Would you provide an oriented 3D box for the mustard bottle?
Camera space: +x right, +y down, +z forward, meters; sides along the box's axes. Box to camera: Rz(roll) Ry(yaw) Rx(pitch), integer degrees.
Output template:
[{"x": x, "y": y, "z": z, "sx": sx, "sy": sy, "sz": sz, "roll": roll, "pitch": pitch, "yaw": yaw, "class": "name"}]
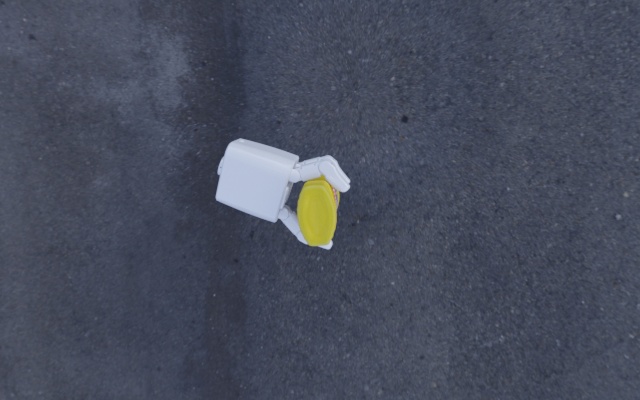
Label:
[{"x": 0.000, "y": 0.003, "z": 0.789, "sx": 0.058, "sy": 0.096, "sz": 0.191, "roll": -6, "pitch": 12, "yaw": 5, "class": "mustard bottle"}]
